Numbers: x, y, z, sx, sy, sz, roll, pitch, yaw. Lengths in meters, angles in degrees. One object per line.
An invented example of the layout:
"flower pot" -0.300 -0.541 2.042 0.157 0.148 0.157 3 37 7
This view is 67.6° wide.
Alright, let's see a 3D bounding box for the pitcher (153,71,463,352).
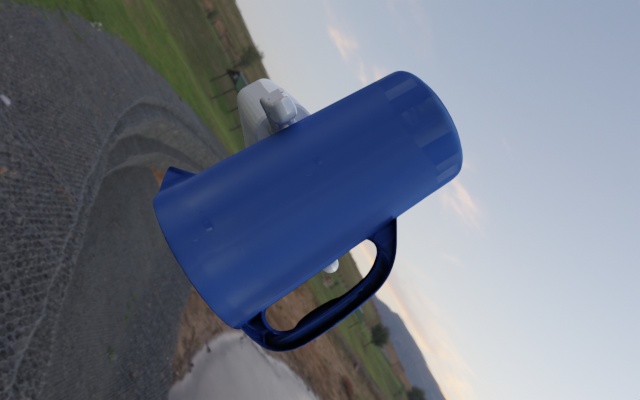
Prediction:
"pitcher" 0.000 0.001 0.411 0.243 0.149 0.145 -31 34 -4
